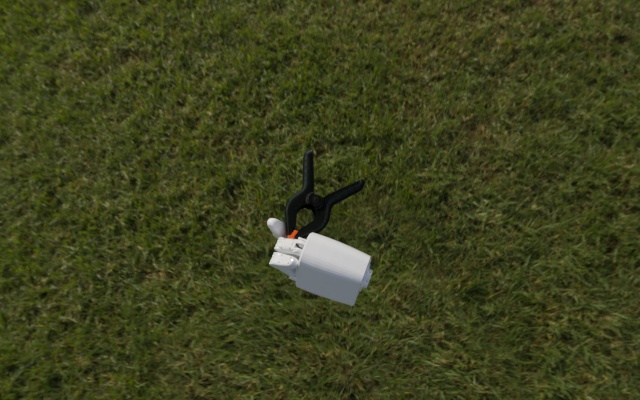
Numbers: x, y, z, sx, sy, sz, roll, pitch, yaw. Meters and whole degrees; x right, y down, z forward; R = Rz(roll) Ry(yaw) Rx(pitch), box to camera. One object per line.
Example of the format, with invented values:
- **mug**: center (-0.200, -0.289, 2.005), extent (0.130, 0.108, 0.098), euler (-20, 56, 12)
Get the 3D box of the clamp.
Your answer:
- **clamp**: center (0.000, 0.003, 0.833), extent (0.120, 0.171, 0.039), euler (21, -17, 5)
